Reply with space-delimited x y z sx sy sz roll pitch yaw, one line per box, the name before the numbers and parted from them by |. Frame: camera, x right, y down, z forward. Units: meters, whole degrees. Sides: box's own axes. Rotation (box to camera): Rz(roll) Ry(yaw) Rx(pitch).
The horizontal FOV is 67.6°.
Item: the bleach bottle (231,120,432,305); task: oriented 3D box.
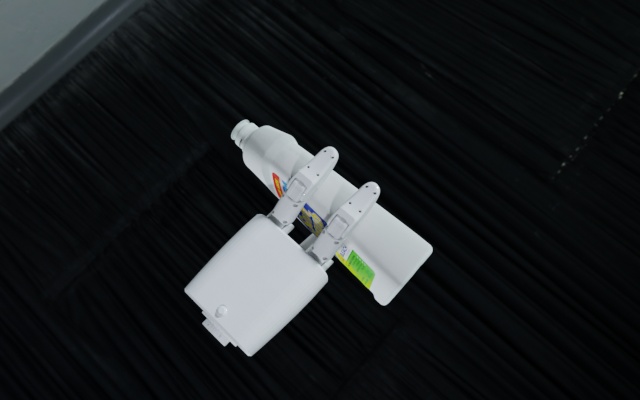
bleach bottle | 0.000 0.002 0.524 0.251 0.068 0.103 41 -19 14
